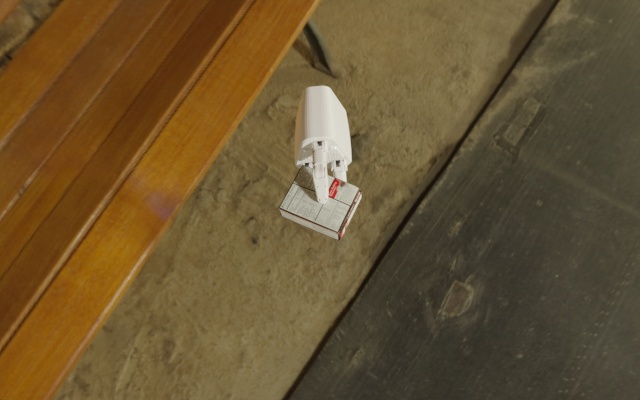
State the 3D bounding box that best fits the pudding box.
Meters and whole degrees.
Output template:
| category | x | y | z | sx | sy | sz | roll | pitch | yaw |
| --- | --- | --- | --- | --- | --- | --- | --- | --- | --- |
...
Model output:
| category | x | y | z | sx | sy | sz | roll | pitch | yaw |
| --- | --- | --- | --- | --- | --- | --- | --- | --- | --- |
| pudding box | 0.000 | 0.002 | 0.787 | 0.113 | 0.090 | 0.039 | 22 | -18 | 16 |
